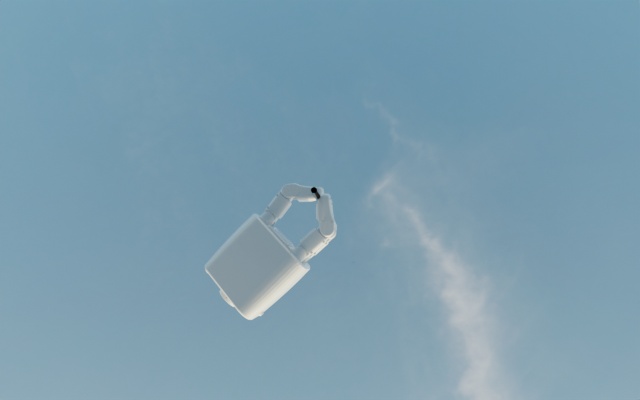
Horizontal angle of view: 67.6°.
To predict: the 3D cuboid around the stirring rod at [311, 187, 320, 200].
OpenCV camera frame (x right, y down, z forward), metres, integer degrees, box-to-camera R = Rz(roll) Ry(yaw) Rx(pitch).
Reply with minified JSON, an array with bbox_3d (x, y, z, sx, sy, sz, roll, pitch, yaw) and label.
[{"bbox_3d":[0.000,0.002,0.714,0.011,0.011,0.239,0,-7,4],"label":"stirring rod"}]
